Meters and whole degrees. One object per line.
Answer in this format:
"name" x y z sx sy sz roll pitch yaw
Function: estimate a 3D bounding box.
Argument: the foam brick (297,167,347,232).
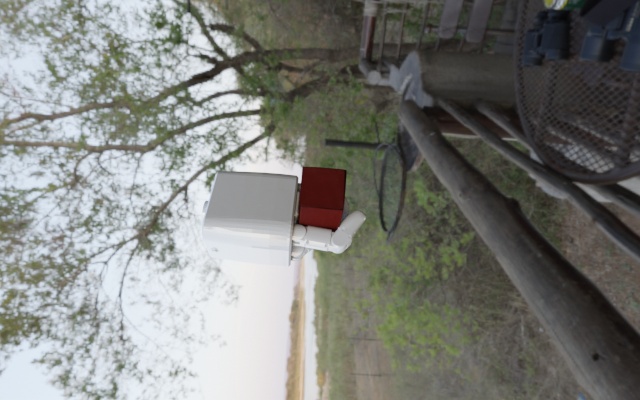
"foam brick" 0.000 0.002 0.565 0.051 0.053 0.078 6 -26 -1
